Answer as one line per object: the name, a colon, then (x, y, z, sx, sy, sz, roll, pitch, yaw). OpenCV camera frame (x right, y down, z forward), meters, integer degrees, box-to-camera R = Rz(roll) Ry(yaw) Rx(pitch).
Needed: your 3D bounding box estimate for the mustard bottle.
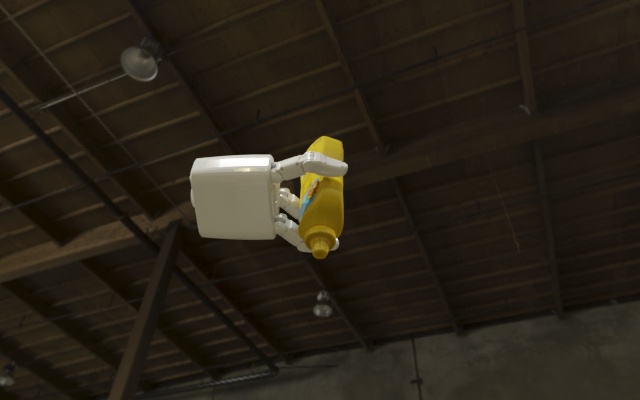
mustard bottle: (0.000, 0.002, 0.666, 0.058, 0.191, 0.096, 17, -49, -14)
